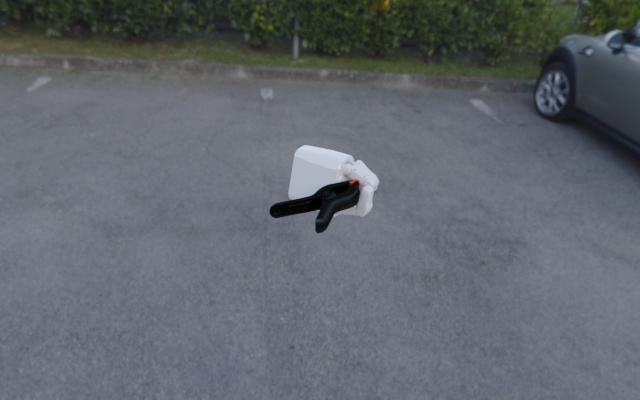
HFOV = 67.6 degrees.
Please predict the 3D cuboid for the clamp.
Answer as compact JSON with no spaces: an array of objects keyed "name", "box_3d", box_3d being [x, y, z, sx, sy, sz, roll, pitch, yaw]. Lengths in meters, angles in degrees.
[{"name":"clamp","box_3d":[0.000,0.002,0.813,0.120,0.039,0.171,17,30,31]}]
